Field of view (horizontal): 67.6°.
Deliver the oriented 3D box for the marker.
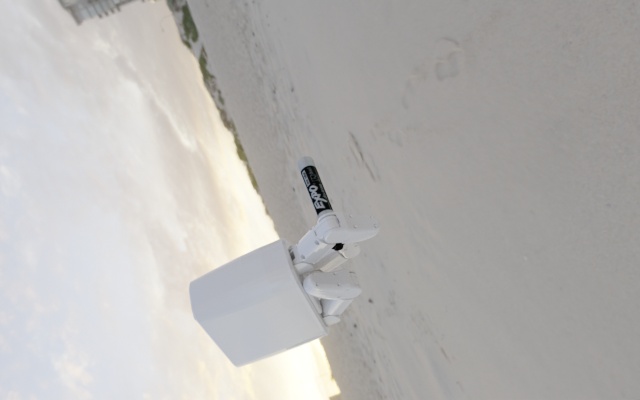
[{"bbox_3d":[0.000,0.002,0.487,0.020,0.121,0.020,-13,-40,-11],"label":"marker"}]
